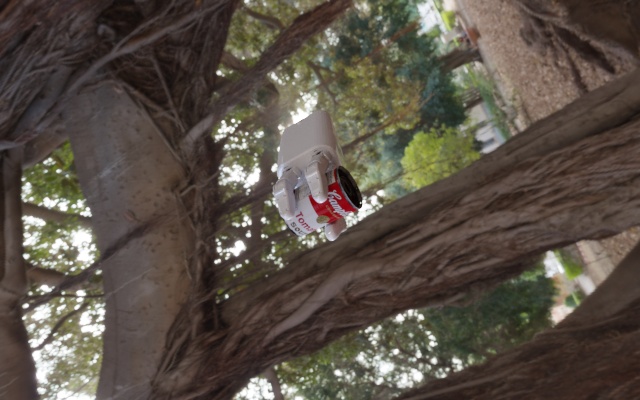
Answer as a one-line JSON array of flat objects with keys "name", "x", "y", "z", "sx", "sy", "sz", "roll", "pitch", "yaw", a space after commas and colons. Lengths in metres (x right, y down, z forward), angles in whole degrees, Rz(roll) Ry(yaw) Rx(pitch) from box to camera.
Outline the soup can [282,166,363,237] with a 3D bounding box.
[{"name": "soup can", "x": 0.000, "y": 0.003, "z": 0.686, "sx": 0.102, "sy": 0.068, "sz": 0.068, "roll": -27, "pitch": -10, "yaw": 21}]
